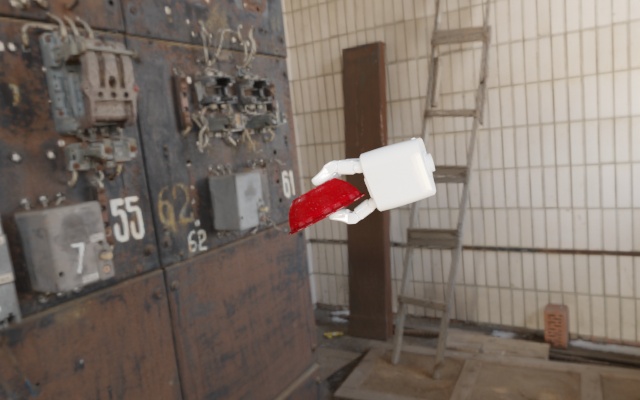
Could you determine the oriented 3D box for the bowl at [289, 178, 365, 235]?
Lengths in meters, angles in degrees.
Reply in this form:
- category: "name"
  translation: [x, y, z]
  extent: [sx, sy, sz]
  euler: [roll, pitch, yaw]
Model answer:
- category: "bowl"
  translation: [-0.001, 0.003, 0.889]
  extent: [0.162, 0.055, 0.162]
  euler: [-29, 0, 0]
